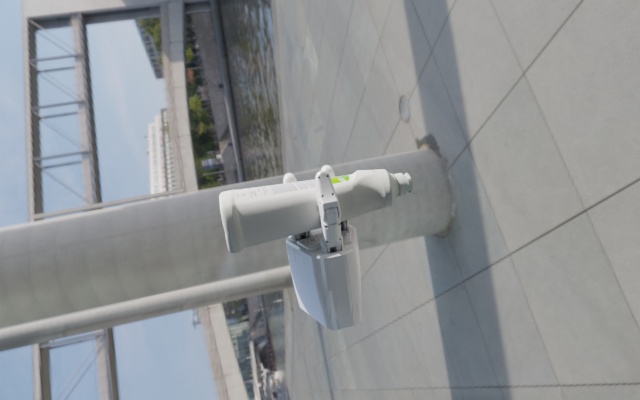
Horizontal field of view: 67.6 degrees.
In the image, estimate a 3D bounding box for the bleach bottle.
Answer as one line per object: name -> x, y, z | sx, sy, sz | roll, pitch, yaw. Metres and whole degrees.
bleach bottle -> 0.000, 0.002, 0.618 | 0.251, 0.068, 0.102 | -11, 16, -10
